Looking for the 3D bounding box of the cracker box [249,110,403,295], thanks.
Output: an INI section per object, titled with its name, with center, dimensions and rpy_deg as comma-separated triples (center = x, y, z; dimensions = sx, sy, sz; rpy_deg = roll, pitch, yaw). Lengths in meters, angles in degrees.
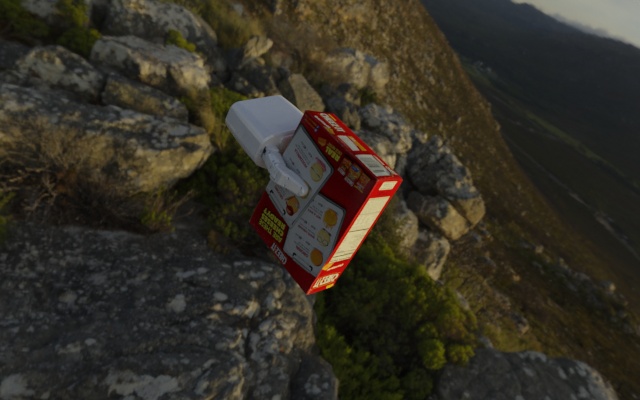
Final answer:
[cracker box]
center = 0.000, 0.002, 0.702
dimensions = 0.072, 0.214, 0.164
rpy_deg = -5, 43, -47
